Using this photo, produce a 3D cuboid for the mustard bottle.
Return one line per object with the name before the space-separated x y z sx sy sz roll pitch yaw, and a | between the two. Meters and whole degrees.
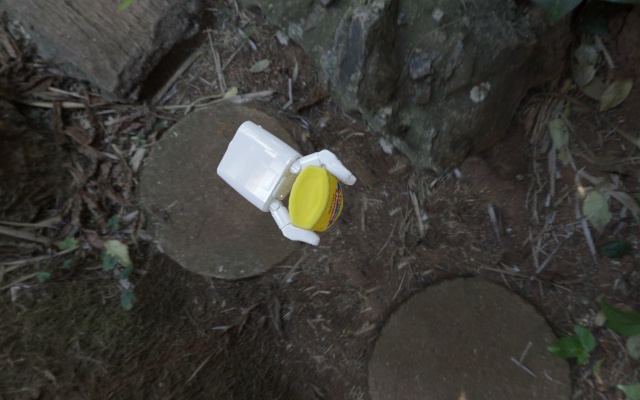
mustard bottle | 0.000 0.003 0.785 0.058 0.096 0.191 13 -2 12
